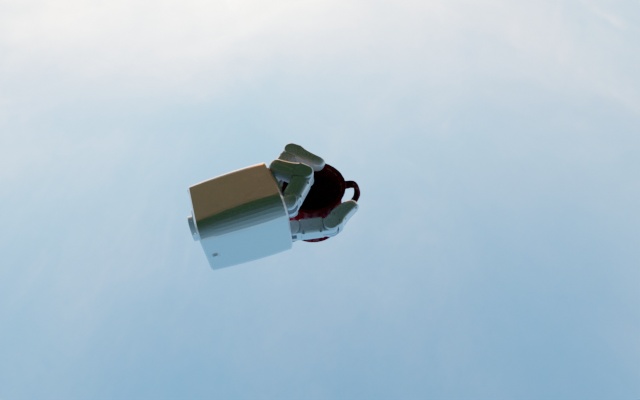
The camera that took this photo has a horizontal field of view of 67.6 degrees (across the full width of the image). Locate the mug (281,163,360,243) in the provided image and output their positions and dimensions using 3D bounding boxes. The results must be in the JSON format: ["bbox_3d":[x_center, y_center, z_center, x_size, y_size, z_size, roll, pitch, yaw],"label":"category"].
[{"bbox_3d":[0.001,0.002,0.677,0.117,0.093,0.082,-16,-38,-11],"label":"mug"}]
